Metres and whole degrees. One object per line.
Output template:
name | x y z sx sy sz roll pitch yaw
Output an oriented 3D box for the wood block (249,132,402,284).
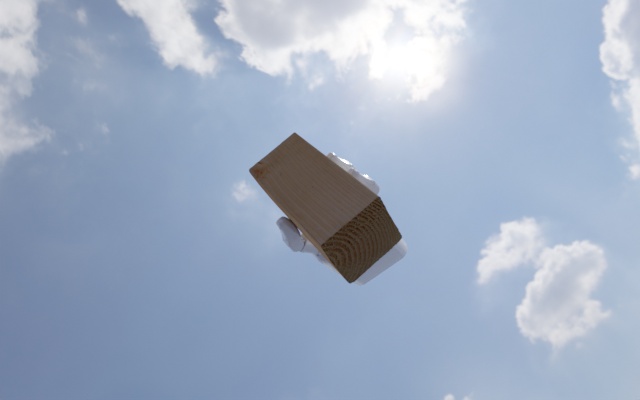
wood block | 0.000 0.002 0.637 0.206 0.091 0.090 42 -10 47
